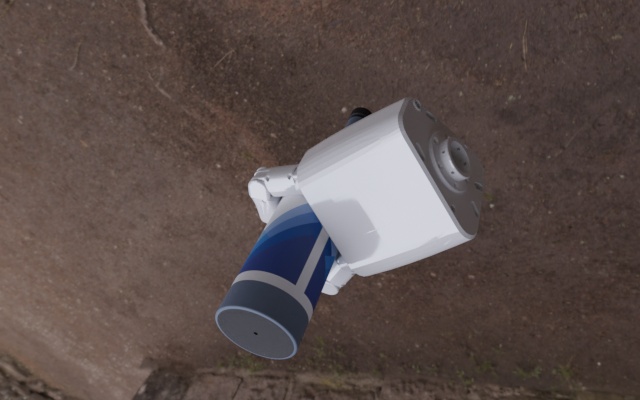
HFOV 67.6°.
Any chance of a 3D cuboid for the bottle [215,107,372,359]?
[{"bbox_3d":[0.000,0.002,0.451,0.069,0.069,0.295,0,42,26],"label":"bottle"}]
